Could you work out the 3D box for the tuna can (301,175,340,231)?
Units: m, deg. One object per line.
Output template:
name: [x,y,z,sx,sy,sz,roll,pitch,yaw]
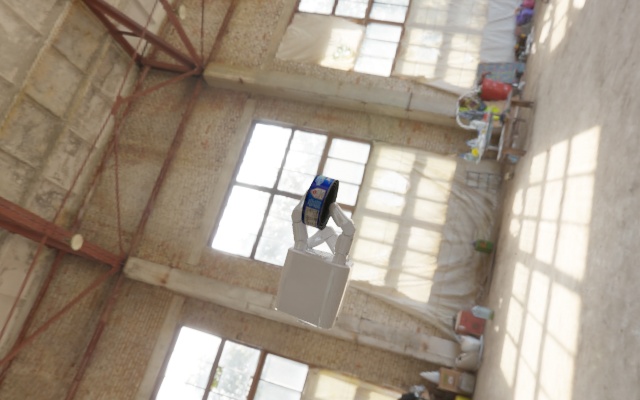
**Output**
tuna can: [0.000,0.002,0.764,0.034,0.086,0.086,18,4,12]
